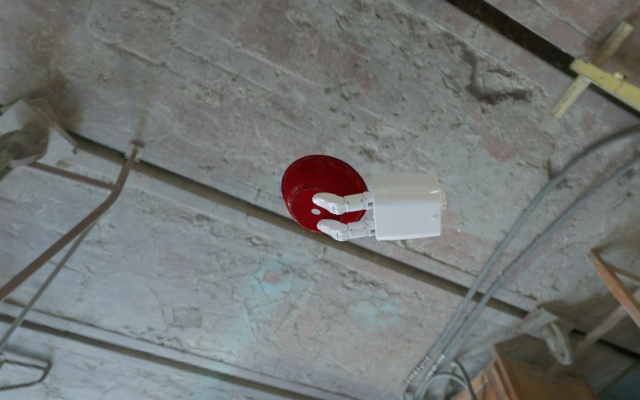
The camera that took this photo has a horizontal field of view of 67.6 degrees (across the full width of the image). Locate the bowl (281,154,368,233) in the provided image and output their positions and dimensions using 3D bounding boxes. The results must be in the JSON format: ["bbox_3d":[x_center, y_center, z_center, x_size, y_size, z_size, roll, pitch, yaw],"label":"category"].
[{"bbox_3d":[-0.001,0.003,0.832,0.162,0.162,0.055,0,34,18],"label":"bowl"}]
